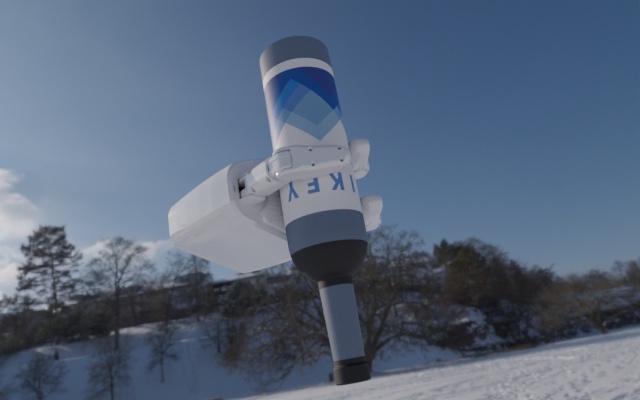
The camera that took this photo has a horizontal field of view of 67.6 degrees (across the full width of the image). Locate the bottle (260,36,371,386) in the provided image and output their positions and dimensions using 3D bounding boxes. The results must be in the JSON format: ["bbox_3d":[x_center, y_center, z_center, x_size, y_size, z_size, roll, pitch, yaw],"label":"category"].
[{"bbox_3d":[0.000,0.001,0.409,0.069,0.295,0.069,-9,-18,-3],"label":"bottle"}]
